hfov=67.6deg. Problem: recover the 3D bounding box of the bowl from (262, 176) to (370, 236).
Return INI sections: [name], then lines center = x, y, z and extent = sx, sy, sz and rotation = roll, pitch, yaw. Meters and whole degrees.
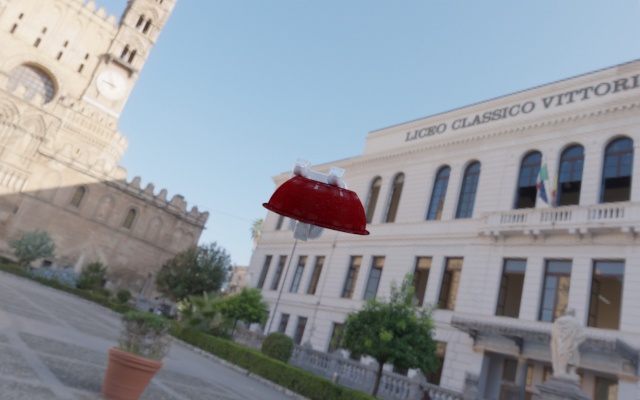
[bowl]
center = 0.000, 0.002, 0.689
extent = 0.162, 0.055, 0.162
rotation = 15, 4, -1
